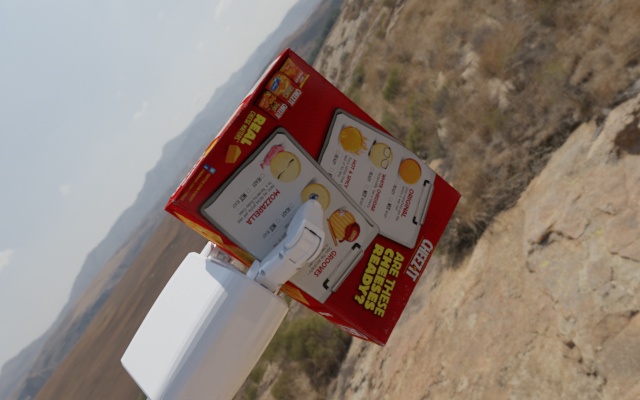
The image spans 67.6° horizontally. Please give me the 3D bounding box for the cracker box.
[{"bbox_3d":[0.000,0.001,0.428,0.214,0.164,0.072,37,-18,-16],"label":"cracker box"}]
